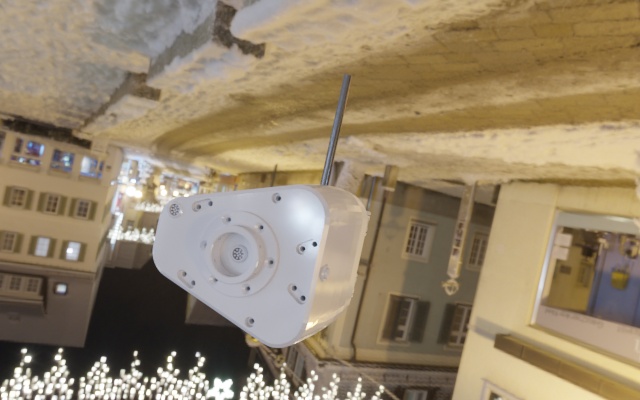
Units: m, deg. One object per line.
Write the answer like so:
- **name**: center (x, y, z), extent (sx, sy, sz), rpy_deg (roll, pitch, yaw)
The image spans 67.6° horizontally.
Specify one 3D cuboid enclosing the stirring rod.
- **stirring rod**: center (0.000, 0.001, 0.445), extent (0.011, 0.239, 0.011), rpy_deg (12, 0, 0)
